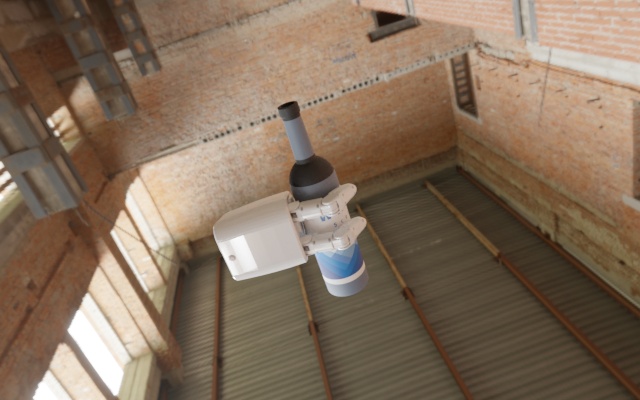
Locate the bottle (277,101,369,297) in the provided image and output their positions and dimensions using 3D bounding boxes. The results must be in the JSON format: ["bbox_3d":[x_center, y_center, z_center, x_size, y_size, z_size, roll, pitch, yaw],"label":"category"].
[{"bbox_3d":[0.000,0.002,0.678,0.069,0.296,0.069,-15,26,8],"label":"bottle"}]
